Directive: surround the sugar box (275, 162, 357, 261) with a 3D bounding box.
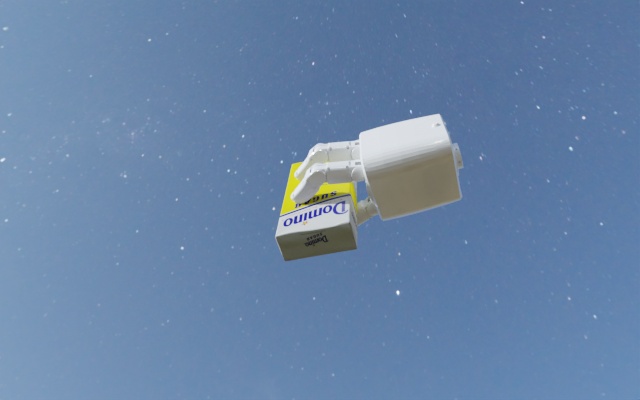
[{"bbox_3d":[0.000,0.002,0.627,0.093,0.048,0.176,-11,29,10],"label":"sugar box"}]
